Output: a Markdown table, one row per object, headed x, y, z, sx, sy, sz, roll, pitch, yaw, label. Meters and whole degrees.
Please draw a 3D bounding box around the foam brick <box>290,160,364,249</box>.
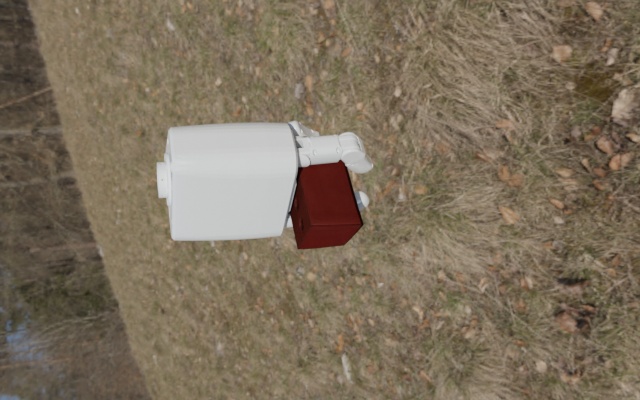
| x | y | z | sx | sy | sz | roll | pitch | yaw | label |
| --- | --- | --- | --- | --- | --- | --- | --- | --- | --- |
| 0.000 | 0.002 | 0.458 | 0.051 | 0.078 | 0.053 | -3 | -28 | -21 | foam brick |
